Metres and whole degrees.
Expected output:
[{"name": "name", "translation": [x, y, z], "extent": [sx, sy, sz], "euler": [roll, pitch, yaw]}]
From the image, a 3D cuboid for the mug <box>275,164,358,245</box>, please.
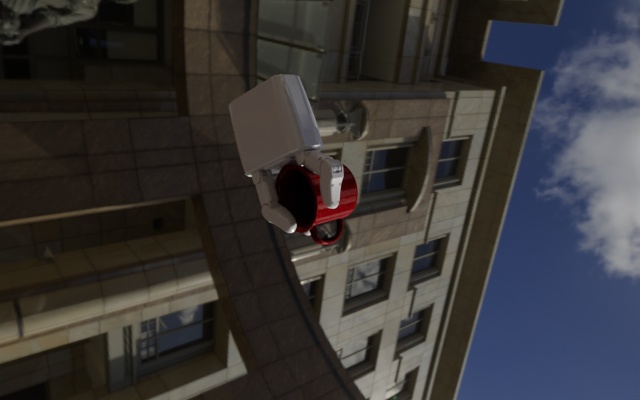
[{"name": "mug", "translation": [0.001, 0.003, 0.654], "extent": [0.081, 0.117, 0.093], "euler": [-13, -7, -38]}]
